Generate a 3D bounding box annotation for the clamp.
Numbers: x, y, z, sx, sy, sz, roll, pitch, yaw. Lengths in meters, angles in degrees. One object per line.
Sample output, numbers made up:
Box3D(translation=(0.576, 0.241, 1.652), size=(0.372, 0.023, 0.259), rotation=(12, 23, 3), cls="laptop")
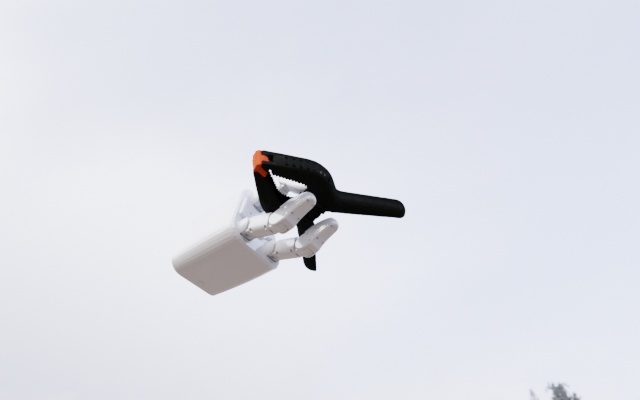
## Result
Box3D(translation=(-0.001, 0.001, 0.597), size=(0.164, 0.036, 0.210), rotation=(-30, -49, 16), cls="clamp")
